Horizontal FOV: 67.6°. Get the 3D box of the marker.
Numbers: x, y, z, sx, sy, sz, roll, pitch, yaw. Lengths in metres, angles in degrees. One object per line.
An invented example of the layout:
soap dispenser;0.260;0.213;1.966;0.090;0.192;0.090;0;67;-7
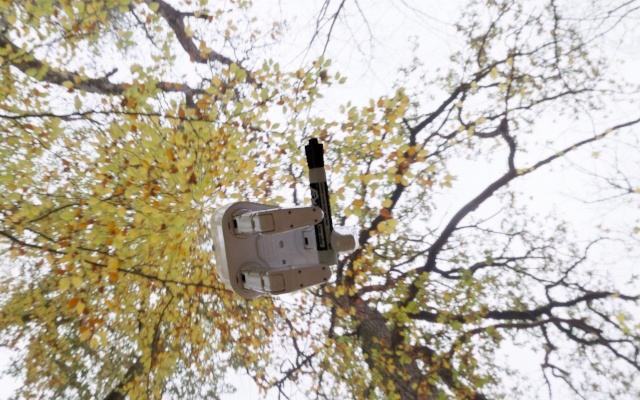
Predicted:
marker;0.000;0.001;0.452;0.020;0.121;0.020;-7;1;0
